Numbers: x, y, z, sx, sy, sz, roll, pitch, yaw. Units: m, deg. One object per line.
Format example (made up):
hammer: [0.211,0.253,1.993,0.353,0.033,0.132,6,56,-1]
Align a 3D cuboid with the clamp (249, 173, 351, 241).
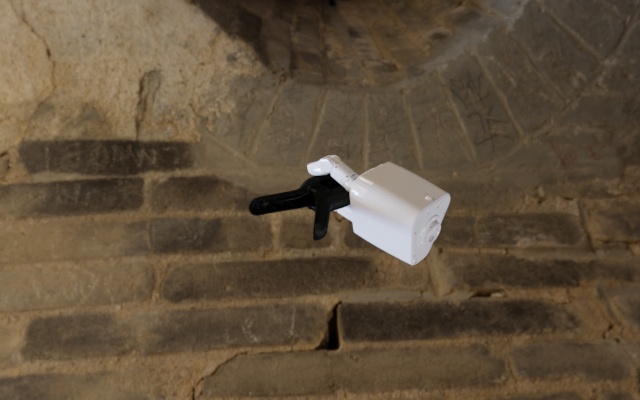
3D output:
clamp: [0.000,0.003,0.665,0.120,0.039,0.171,32,42,33]
